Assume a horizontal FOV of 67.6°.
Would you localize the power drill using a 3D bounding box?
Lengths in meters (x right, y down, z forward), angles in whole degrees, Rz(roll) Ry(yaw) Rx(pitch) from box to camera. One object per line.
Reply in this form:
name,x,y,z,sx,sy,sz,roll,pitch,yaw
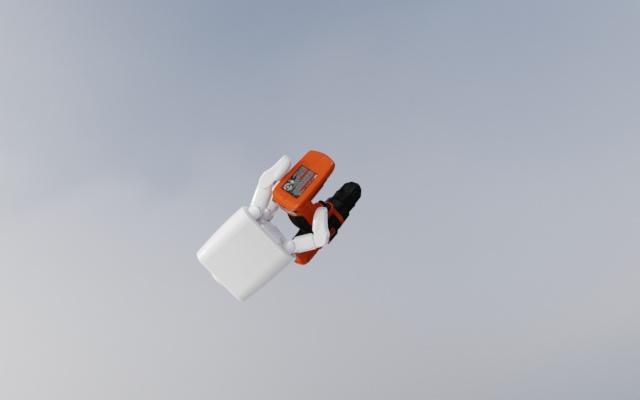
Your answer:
power drill,0.000,0.003,0.791,0.057,0.184,0.188,29,-21,27
